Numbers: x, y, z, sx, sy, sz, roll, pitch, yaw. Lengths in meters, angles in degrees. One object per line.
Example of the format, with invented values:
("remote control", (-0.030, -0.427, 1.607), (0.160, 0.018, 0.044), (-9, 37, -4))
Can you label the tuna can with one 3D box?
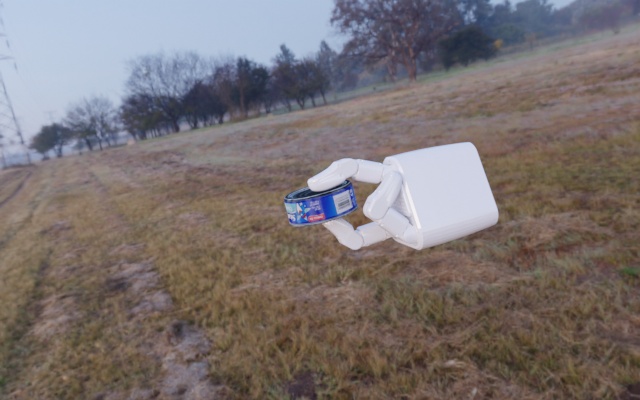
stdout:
("tuna can", (0.000, 0.001, 0.576), (0.086, 0.034, 0.086), (-14, 11, 3))
